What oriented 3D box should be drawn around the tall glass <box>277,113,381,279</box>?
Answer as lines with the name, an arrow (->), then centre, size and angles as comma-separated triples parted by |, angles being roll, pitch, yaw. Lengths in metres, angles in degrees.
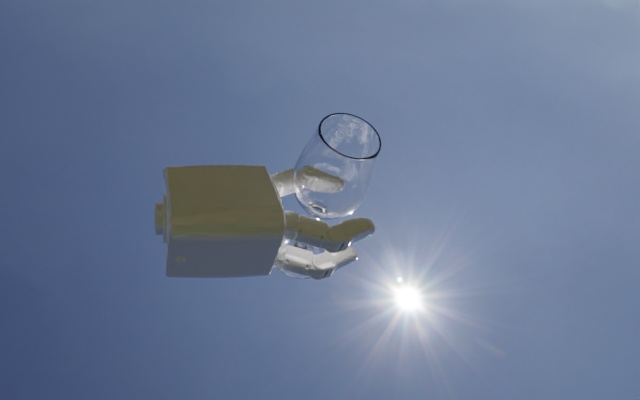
tall glass -> 0.000, 0.002, 0.513 | 0.079, 0.079, 0.201 | 0, -39, -21
